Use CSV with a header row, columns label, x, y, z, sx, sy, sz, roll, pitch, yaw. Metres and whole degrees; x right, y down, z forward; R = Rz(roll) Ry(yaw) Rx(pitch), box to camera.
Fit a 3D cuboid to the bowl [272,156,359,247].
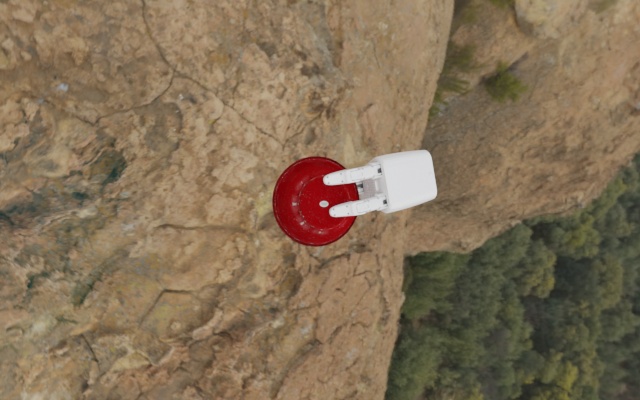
label,x,y,z,sx,sy,sz,roll,pitch,yaw
bowl,-0.001,0.003,0.825,0.162,0.162,0.055,0,2,-15
